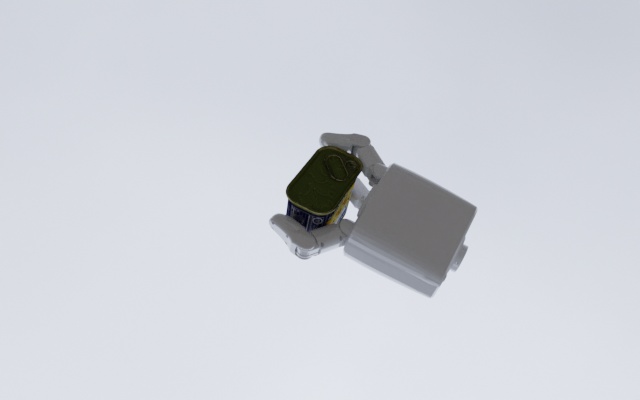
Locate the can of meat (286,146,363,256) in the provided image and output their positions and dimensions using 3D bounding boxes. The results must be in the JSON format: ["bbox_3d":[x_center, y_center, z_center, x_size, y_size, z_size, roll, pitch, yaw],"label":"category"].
[{"bbox_3d":[0.000,0.002,0.547,0.057,0.084,0.102,26,50,12],"label":"can of meat"}]
